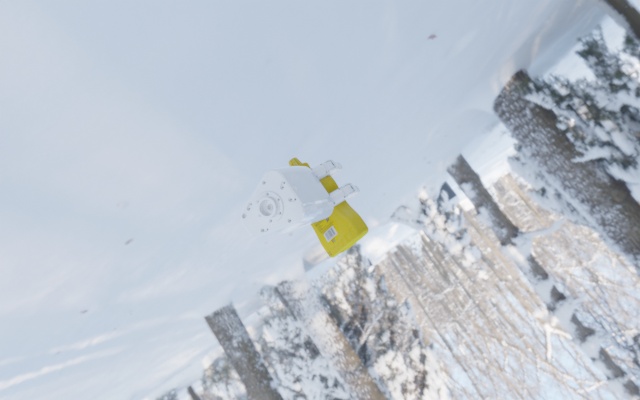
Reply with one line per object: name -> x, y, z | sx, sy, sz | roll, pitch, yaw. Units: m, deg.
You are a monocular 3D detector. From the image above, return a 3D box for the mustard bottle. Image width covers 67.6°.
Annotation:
mustard bottle -> 0.000, 0.003, 0.864 | 0.058, 0.191, 0.096 | -25, -15, -42
